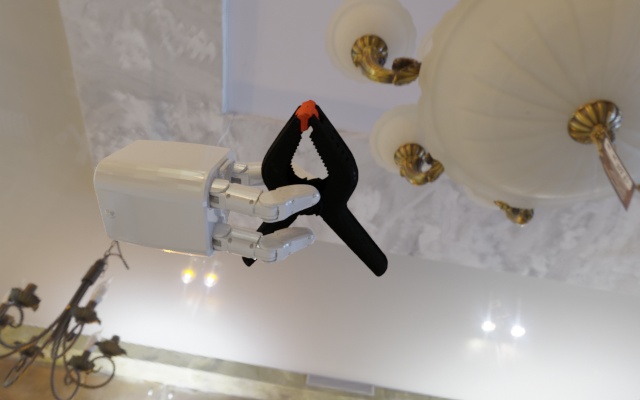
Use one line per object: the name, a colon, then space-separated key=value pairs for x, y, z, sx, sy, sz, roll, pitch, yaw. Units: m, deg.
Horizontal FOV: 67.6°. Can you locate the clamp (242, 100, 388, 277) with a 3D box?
clamp: x=0.000 y=0.001 z=0.485 sx=0.164 sy=0.210 sz=0.036 roll=8 pitch=39 yaw=2
